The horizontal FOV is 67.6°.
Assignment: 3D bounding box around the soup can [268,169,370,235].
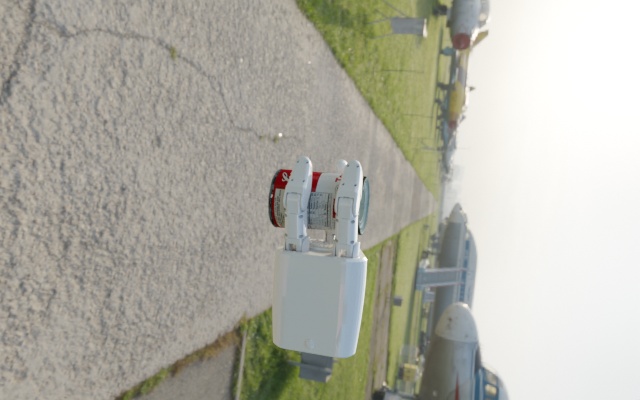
[{"bbox_3d":[0.000,0.001,0.539,0.102,0.068,0.068,5,1,14],"label":"soup can"}]
